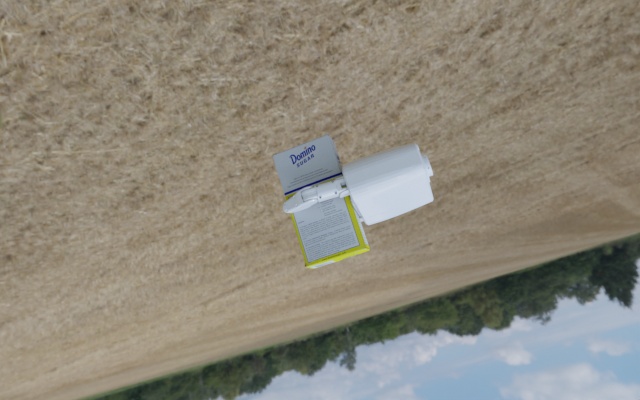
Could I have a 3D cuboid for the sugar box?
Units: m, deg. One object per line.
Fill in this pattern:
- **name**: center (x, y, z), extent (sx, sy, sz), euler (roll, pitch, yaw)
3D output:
- **sugar box**: center (0.000, 0.002, 0.699), extent (0.093, 0.176, 0.048), euler (-19, -15, 10)
